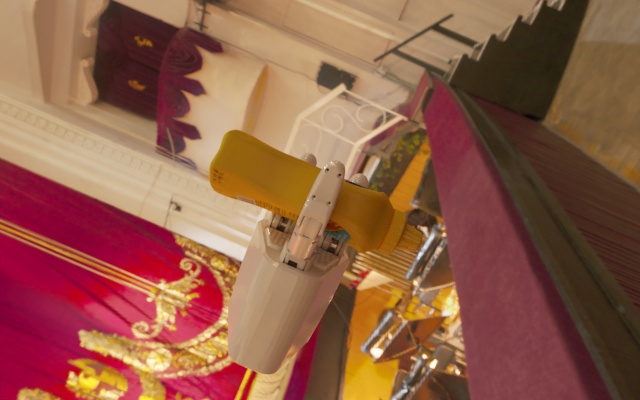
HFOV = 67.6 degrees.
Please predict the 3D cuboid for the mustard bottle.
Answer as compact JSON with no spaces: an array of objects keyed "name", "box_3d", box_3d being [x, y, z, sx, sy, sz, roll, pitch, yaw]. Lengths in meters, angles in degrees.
[{"name":"mustard bottle","box_3d":[0.000,0.001,0.429,0.191,0.058,0.096,23,-11,0]}]
